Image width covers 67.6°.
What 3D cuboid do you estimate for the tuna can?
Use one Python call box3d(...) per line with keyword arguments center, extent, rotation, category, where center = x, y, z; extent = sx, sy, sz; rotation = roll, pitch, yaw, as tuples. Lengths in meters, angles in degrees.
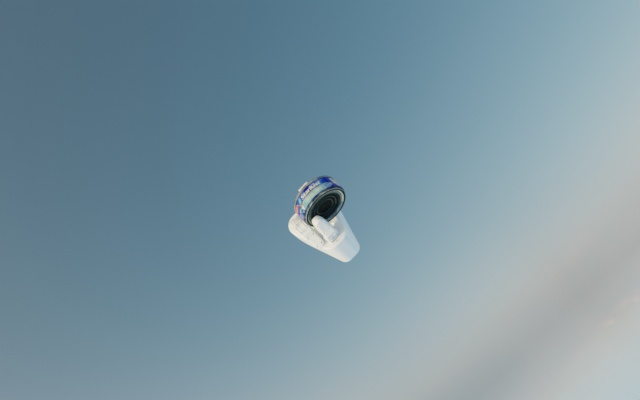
box3d(center=(0.000, 0.003, 0.797), extent=(0.086, 0.086, 0.033), rotation=(0, 37, -47), category="tuna can")
